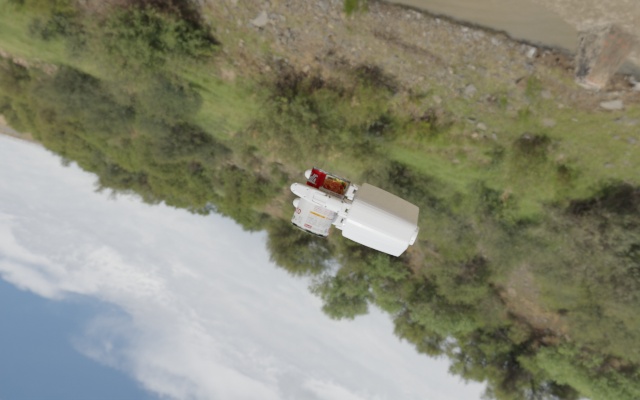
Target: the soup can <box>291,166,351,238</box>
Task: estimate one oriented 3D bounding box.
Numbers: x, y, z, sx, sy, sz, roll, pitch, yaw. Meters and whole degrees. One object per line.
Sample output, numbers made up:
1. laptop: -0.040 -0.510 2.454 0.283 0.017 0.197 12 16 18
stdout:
1. soup can: 0.000 0.003 0.793 0.068 0.102 0.068 22 4 -2
